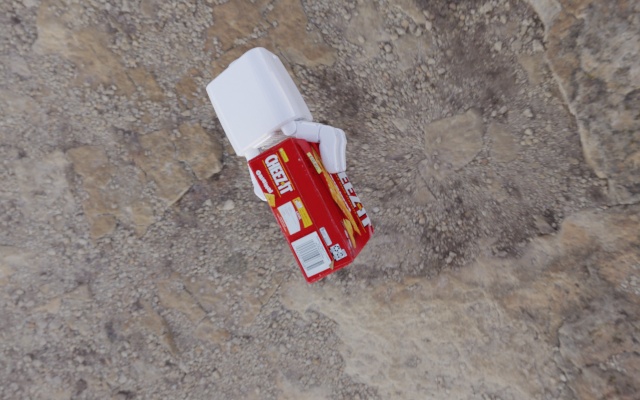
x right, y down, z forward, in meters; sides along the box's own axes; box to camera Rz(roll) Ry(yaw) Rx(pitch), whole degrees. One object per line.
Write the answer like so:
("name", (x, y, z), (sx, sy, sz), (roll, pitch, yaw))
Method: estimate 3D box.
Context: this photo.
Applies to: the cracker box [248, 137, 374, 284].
("cracker box", (0.000, 0.002, 0.650), (0.072, 0.164, 0.213), (-27, -1, 14))
